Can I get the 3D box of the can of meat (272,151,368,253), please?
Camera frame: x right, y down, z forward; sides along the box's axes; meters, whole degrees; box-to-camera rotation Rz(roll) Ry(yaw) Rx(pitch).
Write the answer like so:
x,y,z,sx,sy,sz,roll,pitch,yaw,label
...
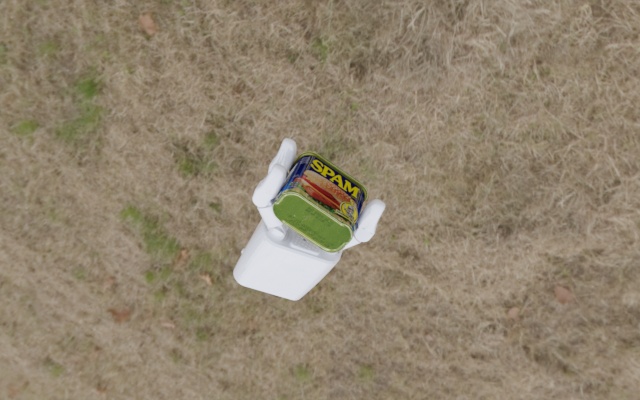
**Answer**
x,y,z,sx,sy,sz,roll,pitch,yaw,label
0.000,0.002,0.569,0.102,0.057,0.084,34,39,-9,can of meat
